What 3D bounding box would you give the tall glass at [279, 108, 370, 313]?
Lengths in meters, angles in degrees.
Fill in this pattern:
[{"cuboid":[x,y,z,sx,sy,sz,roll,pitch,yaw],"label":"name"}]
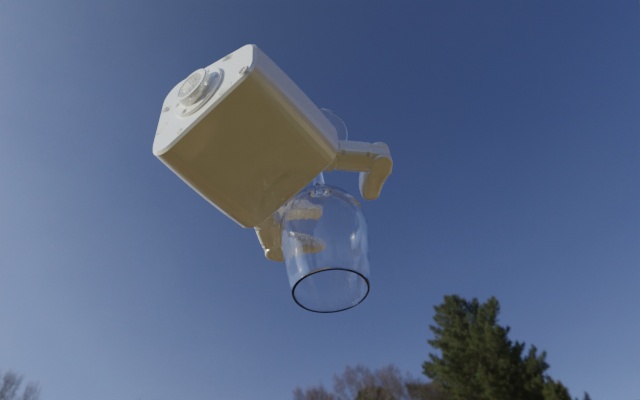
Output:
[{"cuboid":[0.000,0.001,0.444,0.079,0.200,0.079,-4,-44,-3],"label":"tall glass"}]
